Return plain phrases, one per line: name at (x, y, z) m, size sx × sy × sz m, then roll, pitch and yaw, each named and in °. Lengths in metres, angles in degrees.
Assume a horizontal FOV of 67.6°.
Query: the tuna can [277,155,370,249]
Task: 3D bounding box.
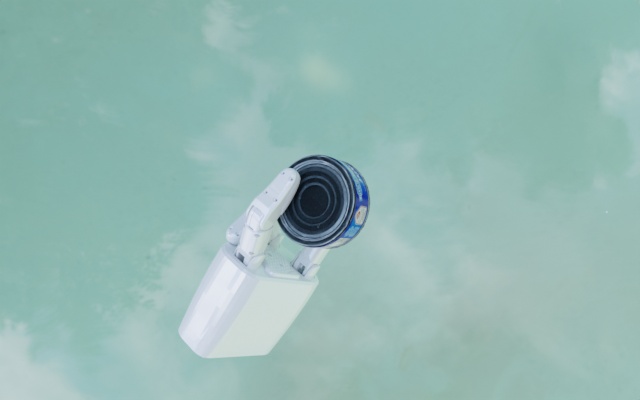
tuna can at (0.000, 0.001, 0.440) m, size 0.086 × 0.086 × 0.034 m, roll 0°, pitch -6°, yaw 28°
